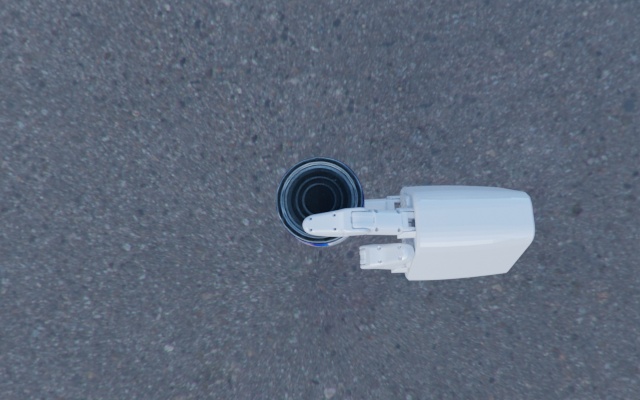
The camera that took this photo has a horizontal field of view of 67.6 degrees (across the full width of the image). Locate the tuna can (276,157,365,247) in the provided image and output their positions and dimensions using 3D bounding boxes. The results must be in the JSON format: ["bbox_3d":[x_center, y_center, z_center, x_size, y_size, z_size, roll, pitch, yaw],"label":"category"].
[{"bbox_3d":[0.000,0.001,0.464,0.086,0.086,0.034,0,-9,5],"label":"tuna can"}]
